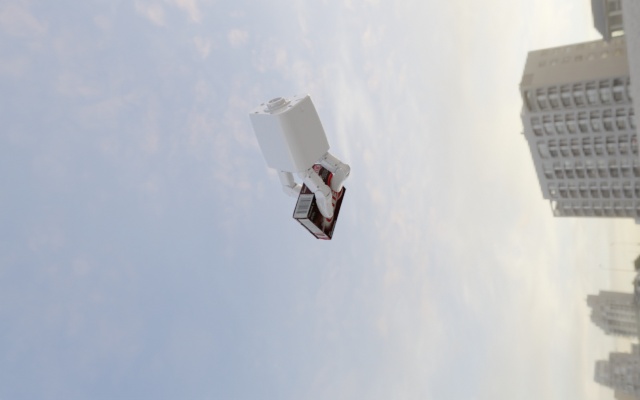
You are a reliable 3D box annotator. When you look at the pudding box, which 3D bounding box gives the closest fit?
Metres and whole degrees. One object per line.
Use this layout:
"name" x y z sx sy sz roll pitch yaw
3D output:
"pudding box" 0.000 0.003 0.872 0.039 0.113 0.090 1 -28 36
